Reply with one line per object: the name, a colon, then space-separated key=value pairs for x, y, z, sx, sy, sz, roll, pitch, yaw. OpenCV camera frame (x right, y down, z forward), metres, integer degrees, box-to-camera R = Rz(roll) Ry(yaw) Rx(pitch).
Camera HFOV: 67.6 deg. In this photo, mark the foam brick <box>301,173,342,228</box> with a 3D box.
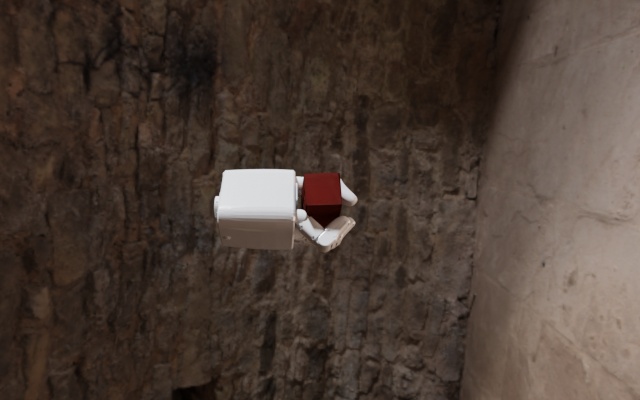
foam brick: x=0.000 y=0.002 z=0.685 sx=0.051 sy=0.053 sz=0.078 roll=0 pitch=-29 yaw=-6
